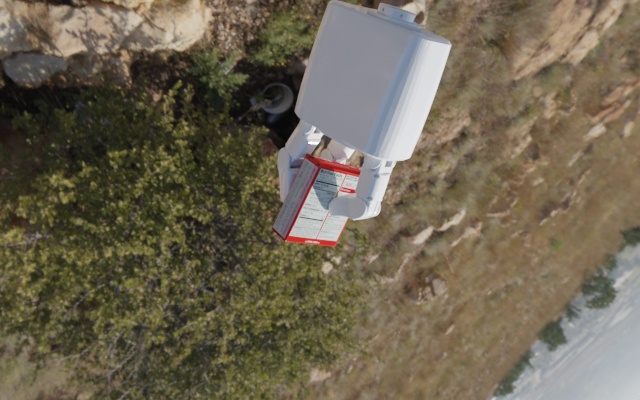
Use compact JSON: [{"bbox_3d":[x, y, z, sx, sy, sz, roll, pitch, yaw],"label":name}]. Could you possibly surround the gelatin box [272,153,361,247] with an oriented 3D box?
[{"bbox_3d":[0.000,0.002,0.495,0.073,0.089,0.030,10,20,-44],"label":"gelatin box"}]
